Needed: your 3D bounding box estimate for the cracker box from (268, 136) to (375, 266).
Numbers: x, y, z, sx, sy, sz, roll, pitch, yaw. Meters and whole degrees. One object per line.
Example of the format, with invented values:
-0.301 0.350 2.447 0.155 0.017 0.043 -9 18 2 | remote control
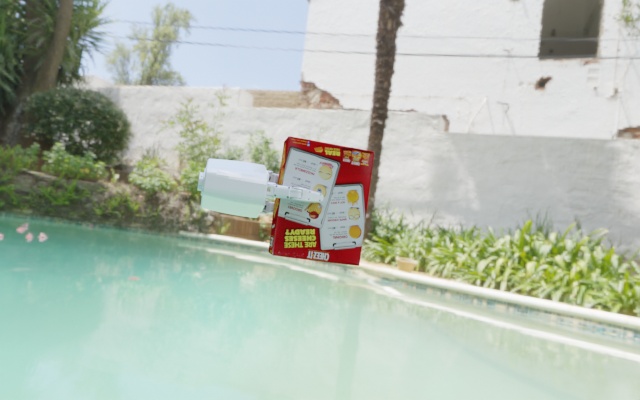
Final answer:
0.000 0.003 0.882 0.164 0.213 0.072 9 -3 -12 | cracker box
